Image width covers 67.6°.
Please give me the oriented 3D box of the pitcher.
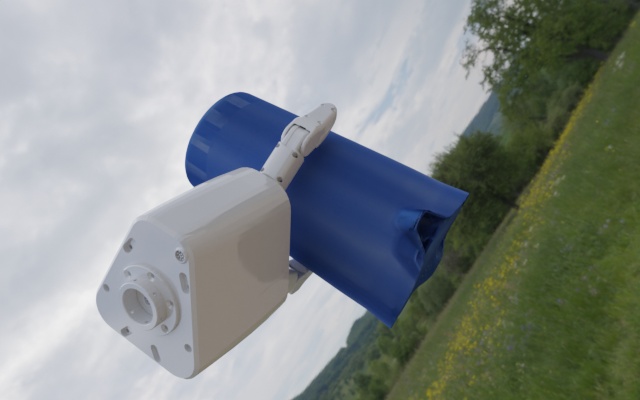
[{"bbox_3d":[0.000,0.001,0.450,0.243,0.149,0.145,30,31,16],"label":"pitcher"}]
